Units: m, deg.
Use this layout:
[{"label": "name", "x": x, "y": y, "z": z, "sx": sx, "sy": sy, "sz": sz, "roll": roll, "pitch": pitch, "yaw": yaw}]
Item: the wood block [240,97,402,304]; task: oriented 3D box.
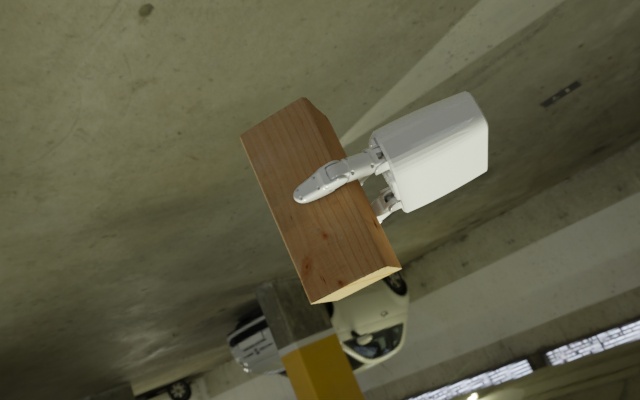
[{"label": "wood block", "x": 0.000, "y": 0.002, "z": 0.542, "sx": 0.090, "sy": 0.206, "sz": 0.091, "roll": -29, "pitch": -17, "yaw": 14}]
